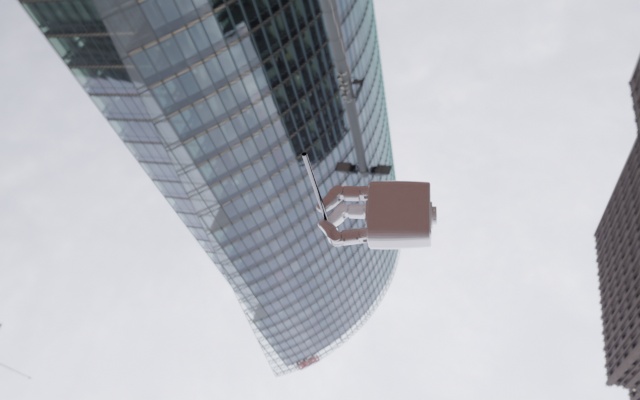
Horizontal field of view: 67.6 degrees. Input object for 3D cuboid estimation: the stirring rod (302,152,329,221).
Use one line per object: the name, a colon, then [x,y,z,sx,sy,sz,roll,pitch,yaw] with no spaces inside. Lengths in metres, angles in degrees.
stirring rod: [0.000,0.003,0.812,0.011,0.011,0.240,0,-37,15]
